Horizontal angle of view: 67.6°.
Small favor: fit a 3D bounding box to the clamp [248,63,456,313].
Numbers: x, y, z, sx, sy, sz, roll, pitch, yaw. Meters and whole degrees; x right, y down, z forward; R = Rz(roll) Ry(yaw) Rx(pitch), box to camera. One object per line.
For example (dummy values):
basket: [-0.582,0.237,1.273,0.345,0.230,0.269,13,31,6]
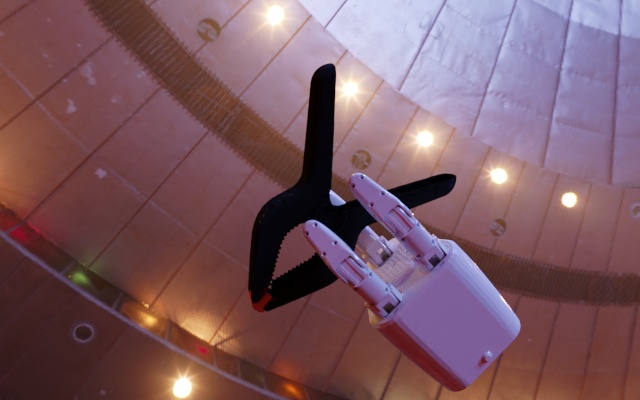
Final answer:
clamp: [0.000,0.002,0.415,0.164,0.210,0.036,45,-2,-18]
